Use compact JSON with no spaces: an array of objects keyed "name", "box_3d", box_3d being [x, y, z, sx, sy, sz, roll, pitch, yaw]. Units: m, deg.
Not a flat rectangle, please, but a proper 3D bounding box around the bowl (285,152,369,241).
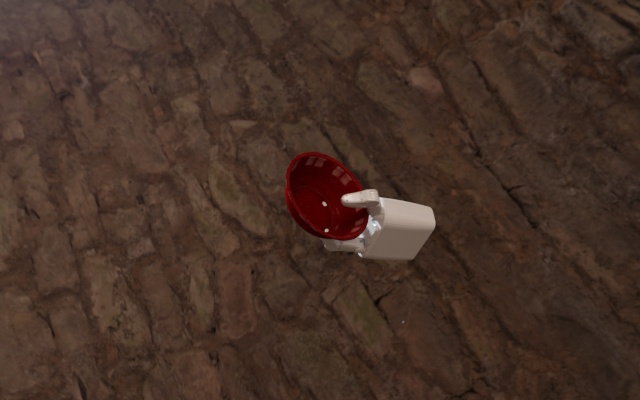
[{"name":"bowl","box_3d":[-0.001,0.002,0.774,0.162,0.162,0.055,0,-28,-41]}]
